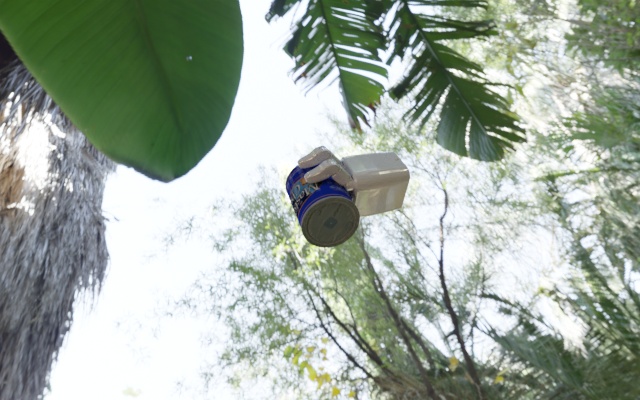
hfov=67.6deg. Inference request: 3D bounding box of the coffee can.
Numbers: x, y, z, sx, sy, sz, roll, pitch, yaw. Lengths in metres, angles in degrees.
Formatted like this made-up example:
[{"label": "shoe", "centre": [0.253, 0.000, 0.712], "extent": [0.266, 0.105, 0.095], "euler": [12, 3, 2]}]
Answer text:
[{"label": "coffee can", "centre": [0.000, 0.003, 0.859], "extent": [0.103, 0.103, 0.140], "euler": [0, 32, -18]}]
